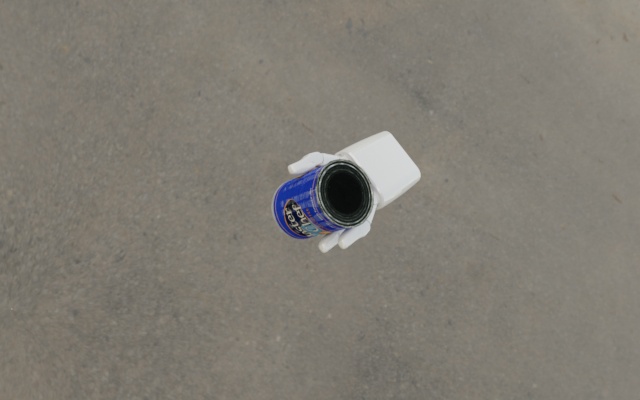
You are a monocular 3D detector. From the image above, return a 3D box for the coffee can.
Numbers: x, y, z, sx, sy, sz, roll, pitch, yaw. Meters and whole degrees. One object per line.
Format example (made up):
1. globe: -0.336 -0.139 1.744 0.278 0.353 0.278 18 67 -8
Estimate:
1. coffee can: 0.000 0.002 0.744 0.103 0.103 0.140 0 -11 -33
